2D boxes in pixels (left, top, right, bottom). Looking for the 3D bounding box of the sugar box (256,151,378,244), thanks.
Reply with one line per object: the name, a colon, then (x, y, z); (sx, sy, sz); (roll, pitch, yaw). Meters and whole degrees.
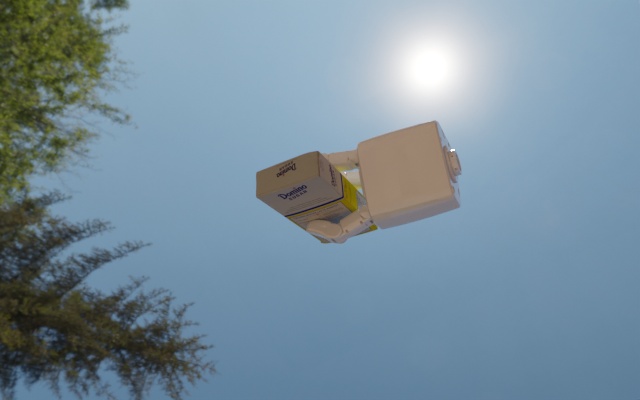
sugar box: (0.000, 0.002, 0.646); (0.093, 0.048, 0.176); (-18, -34, 22)
